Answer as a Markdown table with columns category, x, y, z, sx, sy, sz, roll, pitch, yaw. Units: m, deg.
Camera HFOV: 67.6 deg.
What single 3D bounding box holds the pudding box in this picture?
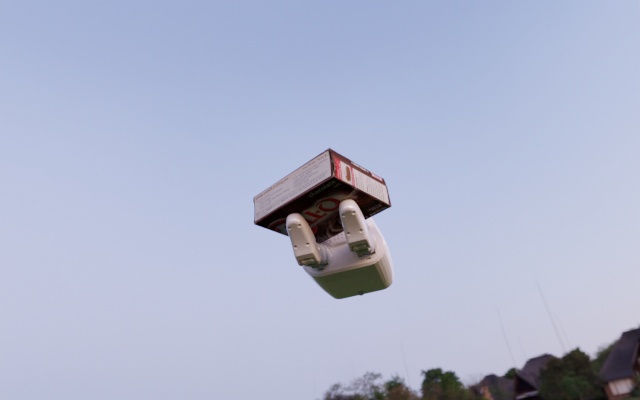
| category | x | y | z | sx | sy | sz | roll | pitch | yaw |
| --- | --- | --- | --- | --- | --- | --- | --- | --- | --- |
| pudding box | 0.000 | 0.001 | 0.489 | 0.113 | 0.039 | 0.090 | -32 | -38 | 32 |
